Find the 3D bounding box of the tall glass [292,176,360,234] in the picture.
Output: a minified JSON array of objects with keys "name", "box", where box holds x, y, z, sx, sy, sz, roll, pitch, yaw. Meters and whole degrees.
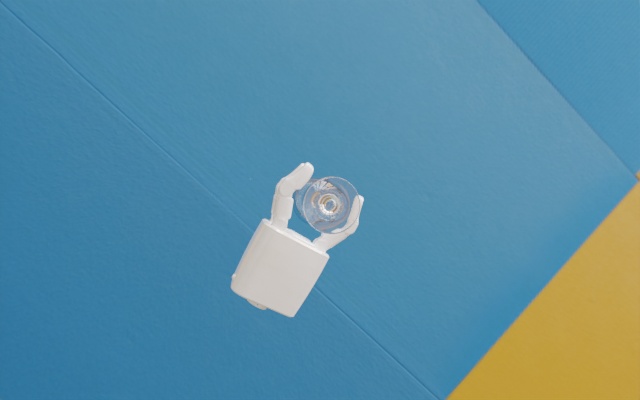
[{"name":"tall glass","box":[0.000,0.002,0.708,0.079,0.079,0.201,0,3,-8]}]
